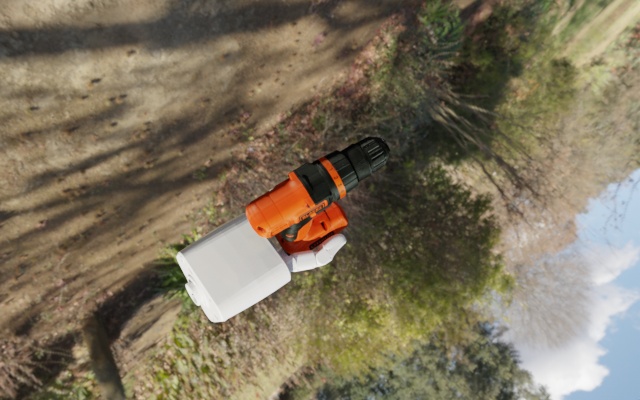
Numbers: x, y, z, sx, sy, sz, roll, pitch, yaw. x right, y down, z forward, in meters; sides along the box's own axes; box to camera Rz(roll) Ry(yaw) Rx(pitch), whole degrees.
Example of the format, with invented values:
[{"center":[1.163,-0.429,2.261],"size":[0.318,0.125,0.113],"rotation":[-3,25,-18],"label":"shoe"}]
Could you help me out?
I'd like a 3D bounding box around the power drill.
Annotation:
[{"center":[0.000,0.002,0.613],"size":[0.184,0.057,0.188],"rotation":[-29,-18,-9],"label":"power drill"}]
